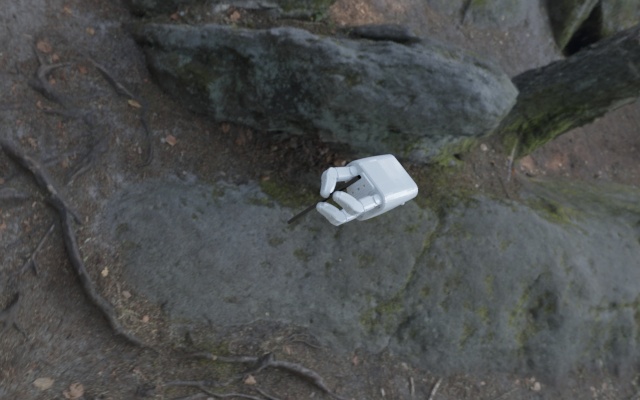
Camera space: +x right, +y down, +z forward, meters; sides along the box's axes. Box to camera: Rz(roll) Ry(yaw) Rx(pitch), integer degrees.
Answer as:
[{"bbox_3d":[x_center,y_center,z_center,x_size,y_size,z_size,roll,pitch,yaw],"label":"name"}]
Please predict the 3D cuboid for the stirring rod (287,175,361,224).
[{"bbox_3d":[0.000,0.003,0.888,0.011,0.011,0.239,0,-21,-35],"label":"stirring rod"}]
